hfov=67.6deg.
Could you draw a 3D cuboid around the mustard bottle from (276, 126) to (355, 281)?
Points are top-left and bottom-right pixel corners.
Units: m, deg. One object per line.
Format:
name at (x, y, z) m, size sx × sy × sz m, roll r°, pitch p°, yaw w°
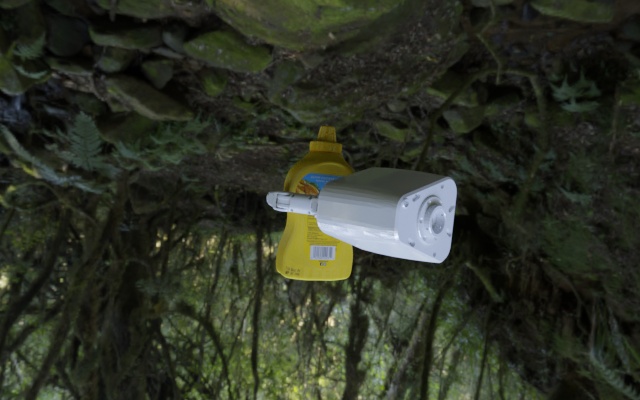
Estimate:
mustard bottle at (0.000, 0.002, 0.605) m, size 0.096 × 0.191 × 0.058 m, roll 5°, pitch 3°, yaw -21°
